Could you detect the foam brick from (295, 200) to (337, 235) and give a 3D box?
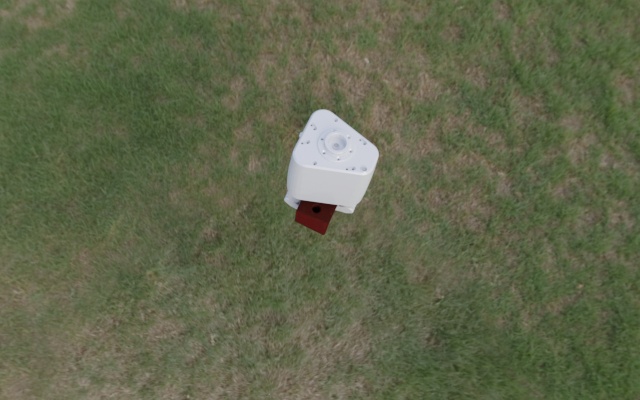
[{"bbox_3d":[0.000,0.003,0.730,0.053,0.078,0.051,24,-22,3],"label":"foam brick"}]
